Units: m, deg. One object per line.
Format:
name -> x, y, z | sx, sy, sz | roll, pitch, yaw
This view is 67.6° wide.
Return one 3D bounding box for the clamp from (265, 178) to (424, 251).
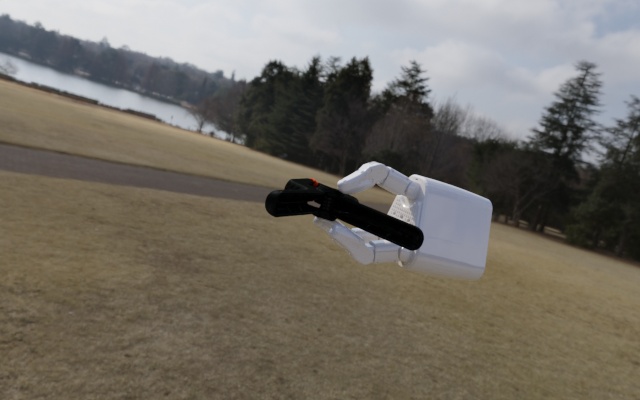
clamp -> 0.000, 0.001, 0.544 | 0.164, 0.036, 0.210 | 15, 8, -21
